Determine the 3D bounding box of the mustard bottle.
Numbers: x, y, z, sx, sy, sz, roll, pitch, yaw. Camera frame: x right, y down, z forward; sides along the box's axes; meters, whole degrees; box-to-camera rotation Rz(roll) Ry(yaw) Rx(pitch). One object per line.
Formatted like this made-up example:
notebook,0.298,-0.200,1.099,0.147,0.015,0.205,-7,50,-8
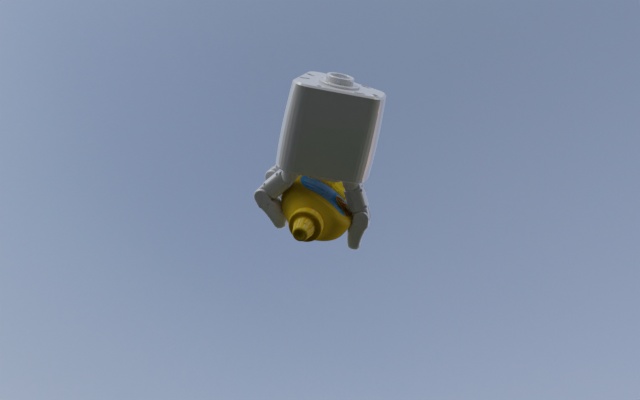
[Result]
mustard bottle,0.000,0.002,0.623,0.096,0.058,0.191,38,26,-3
